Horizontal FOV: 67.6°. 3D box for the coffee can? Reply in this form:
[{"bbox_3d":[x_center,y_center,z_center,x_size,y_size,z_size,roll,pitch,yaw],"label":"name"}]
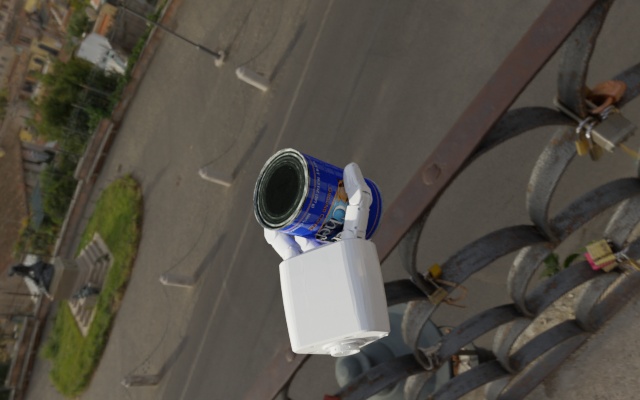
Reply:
[{"bbox_3d":[0.000,0.002,0.618,0.140,0.103,0.103,18,-12,-42],"label":"coffee can"}]
